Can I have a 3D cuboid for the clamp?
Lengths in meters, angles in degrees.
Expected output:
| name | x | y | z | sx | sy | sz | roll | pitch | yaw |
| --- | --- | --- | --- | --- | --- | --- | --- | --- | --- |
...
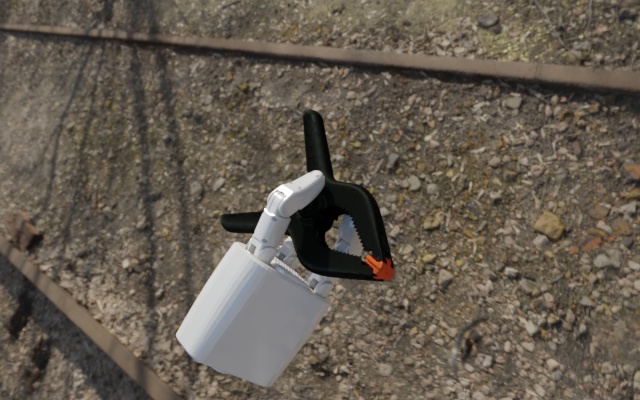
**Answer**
| name | x | y | z | sx | sy | sz | roll | pitch | yaw |
| --- | --- | --- | --- | --- | --- | --- | --- | --- | --- |
| clamp | 0.000 | 0.002 | 0.476 | 0.210 | 0.164 | 0.036 | 32 | -1 | 39 |
